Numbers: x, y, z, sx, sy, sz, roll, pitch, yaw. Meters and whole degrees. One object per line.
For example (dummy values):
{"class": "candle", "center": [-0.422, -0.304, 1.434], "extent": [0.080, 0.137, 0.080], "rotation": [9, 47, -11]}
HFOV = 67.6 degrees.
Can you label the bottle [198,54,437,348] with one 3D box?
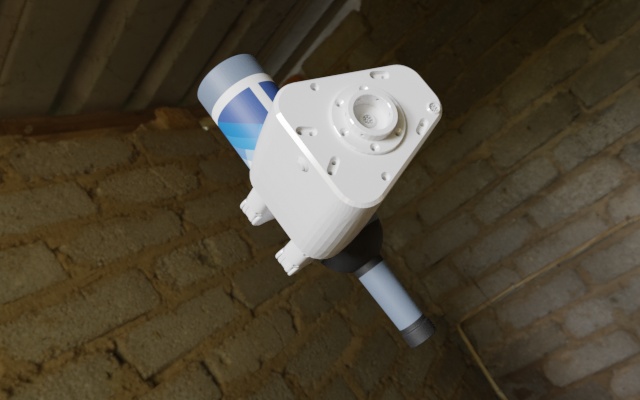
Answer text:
{"class": "bottle", "center": [0.000, 0.001, 0.428], "extent": [0.069, 0.295, 0.069], "rotation": [-36, -9, -7]}
